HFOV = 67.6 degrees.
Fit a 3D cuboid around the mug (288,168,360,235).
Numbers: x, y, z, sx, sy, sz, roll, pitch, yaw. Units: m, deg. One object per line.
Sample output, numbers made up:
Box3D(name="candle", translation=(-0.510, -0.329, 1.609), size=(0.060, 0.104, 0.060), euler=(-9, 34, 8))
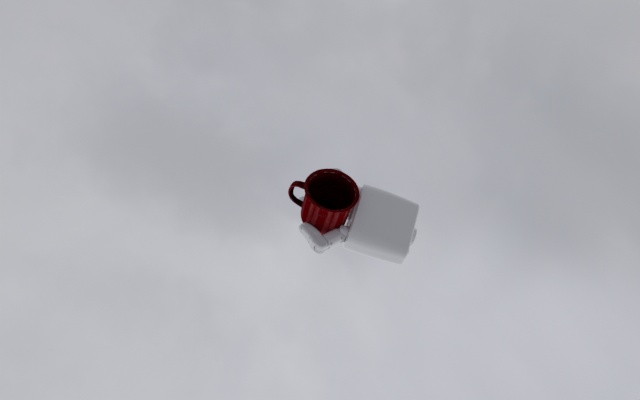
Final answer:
Box3D(name="mug", translation=(-0.001, 0.002, 0.811), size=(0.117, 0.093, 0.082), euler=(19, -39, 1))
